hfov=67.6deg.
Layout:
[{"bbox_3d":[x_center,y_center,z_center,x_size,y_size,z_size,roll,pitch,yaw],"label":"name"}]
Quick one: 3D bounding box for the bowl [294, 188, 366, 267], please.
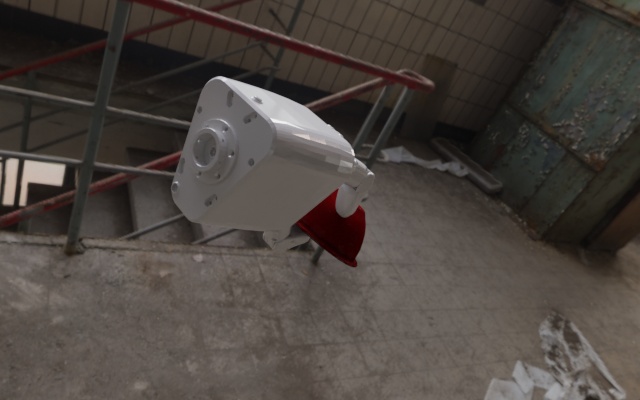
[{"bbox_3d":[0.001,0.002,0.551,0.162,0.055,0.162,43,4,-4],"label":"bowl"}]
